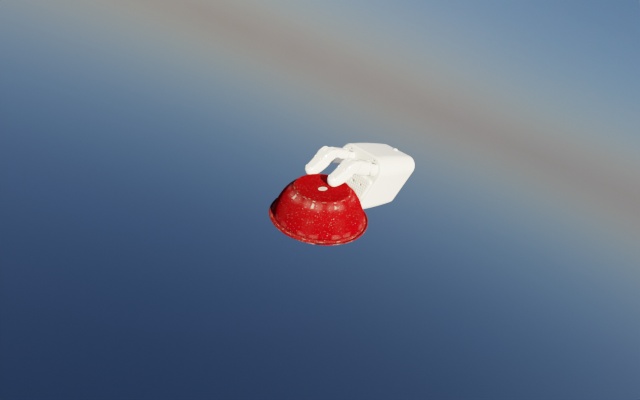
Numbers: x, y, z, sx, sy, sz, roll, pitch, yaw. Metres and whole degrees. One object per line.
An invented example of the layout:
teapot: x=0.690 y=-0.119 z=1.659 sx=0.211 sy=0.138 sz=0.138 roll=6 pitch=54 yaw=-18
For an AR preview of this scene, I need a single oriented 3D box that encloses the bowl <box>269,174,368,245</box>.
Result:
bowl: x=-0.001 y=0.003 z=0.759 sx=0.162 sy=0.055 sz=0.162 roll=6 pitch=31 yaw=-4
